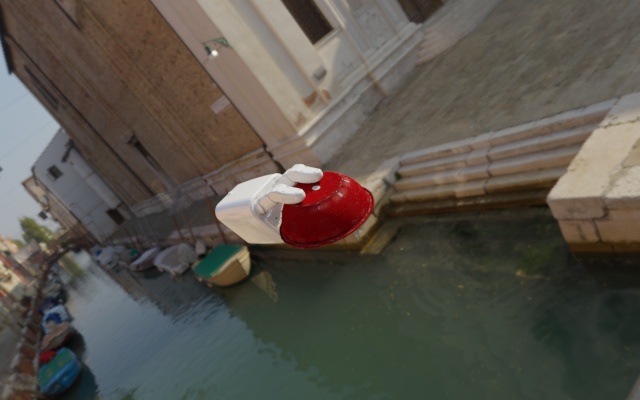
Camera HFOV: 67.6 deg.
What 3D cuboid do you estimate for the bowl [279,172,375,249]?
[{"bbox_3d":[0.001,0.002,0.749,0.162,0.055,0.162,-17,30,11],"label":"bowl"}]
